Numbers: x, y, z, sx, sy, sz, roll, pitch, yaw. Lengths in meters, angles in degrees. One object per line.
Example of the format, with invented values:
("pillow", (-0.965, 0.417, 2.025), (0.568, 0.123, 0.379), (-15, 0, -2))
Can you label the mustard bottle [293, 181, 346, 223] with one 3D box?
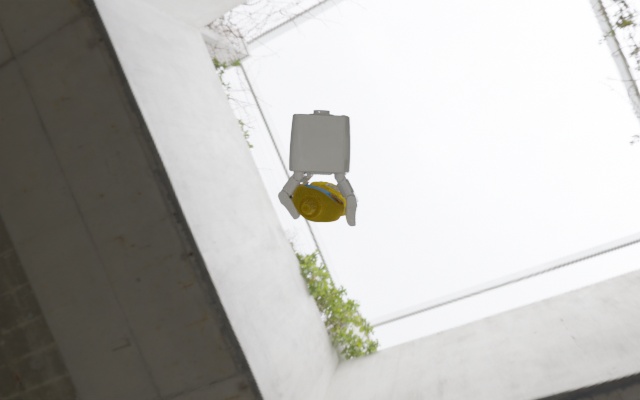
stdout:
("mustard bottle", (0.000, 0.003, 0.891), (0.096, 0.058, 0.191), (29, 12, 10))
